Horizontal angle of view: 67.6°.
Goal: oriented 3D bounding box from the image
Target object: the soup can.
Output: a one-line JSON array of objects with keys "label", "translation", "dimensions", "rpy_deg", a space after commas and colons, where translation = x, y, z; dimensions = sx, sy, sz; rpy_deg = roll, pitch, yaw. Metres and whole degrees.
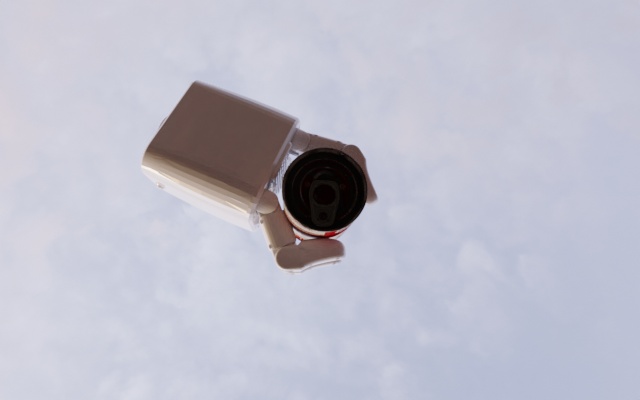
[{"label": "soup can", "translation": [0.001, 0.002, 0.421], "dimensions": [0.068, 0.068, 0.102], "rpy_deg": [0, -12, -4]}]
